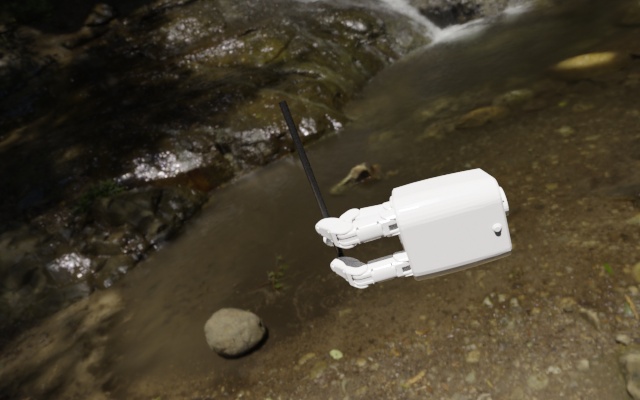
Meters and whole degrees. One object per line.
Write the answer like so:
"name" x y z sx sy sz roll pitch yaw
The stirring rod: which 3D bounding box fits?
"stirring rod" 0.000 0.002 0.538 0.011 0.240 0.011 -17 24 8
